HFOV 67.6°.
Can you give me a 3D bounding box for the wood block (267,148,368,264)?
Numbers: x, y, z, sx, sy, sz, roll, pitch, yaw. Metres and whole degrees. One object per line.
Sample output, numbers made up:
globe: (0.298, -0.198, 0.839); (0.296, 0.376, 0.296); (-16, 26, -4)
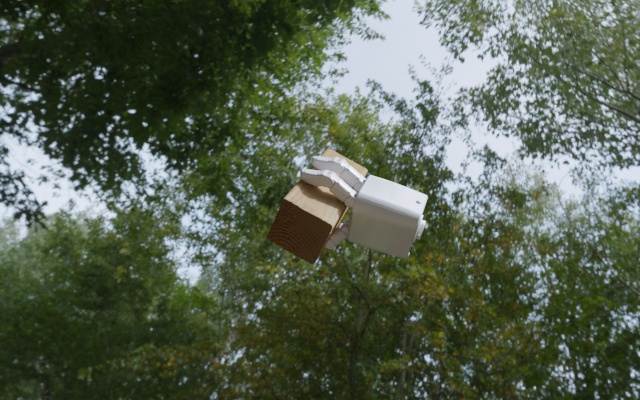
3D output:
wood block: (0.000, 0.003, 0.825); (0.090, 0.091, 0.206); (29, 34, 5)
